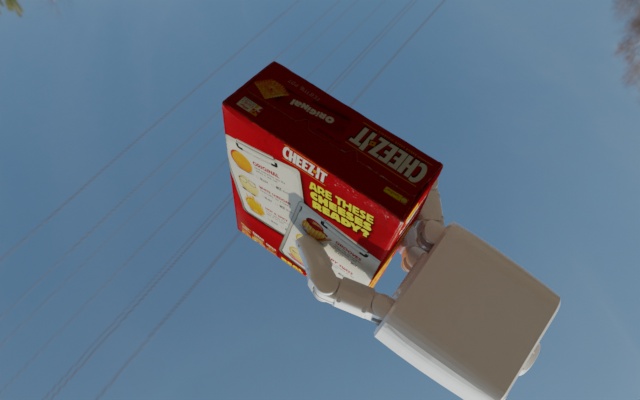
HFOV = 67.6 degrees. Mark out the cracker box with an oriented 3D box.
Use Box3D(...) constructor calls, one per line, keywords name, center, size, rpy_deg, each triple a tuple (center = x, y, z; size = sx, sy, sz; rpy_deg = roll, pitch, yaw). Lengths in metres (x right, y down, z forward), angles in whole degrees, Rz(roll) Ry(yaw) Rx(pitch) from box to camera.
Box3D(name="cracker box", center=(0.000, 0.002, 0.443), size=(0.164, 0.072, 0.214), rpy_deg=(34, -28, 13))
